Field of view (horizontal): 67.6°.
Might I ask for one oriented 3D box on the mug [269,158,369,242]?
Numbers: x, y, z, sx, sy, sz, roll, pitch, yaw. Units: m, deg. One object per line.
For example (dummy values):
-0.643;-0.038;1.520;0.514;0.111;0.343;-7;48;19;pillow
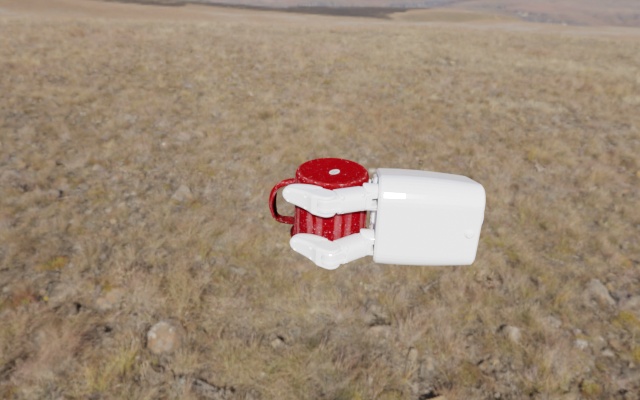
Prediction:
-0.001;0.001;0.540;0.117;0.081;0.093;3;27;3;mug
